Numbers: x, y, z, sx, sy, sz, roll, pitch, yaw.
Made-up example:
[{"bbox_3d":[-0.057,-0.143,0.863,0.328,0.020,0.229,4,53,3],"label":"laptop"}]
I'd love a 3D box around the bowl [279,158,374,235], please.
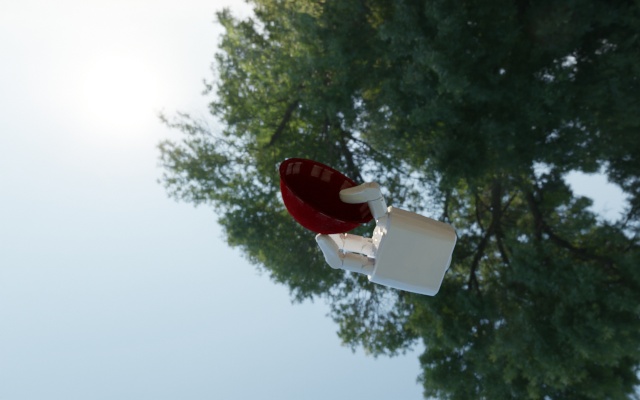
[{"bbox_3d":[-0.001,0.002,0.729,0.162,0.055,0.162,24,27,-13],"label":"bowl"}]
